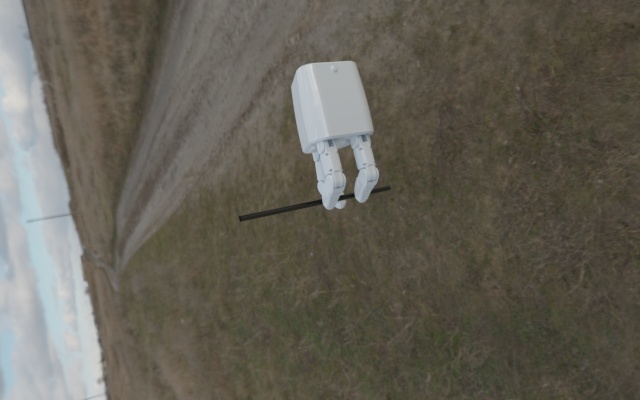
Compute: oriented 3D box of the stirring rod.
[{"bbox_3d":[0.000,0.002,0.678,0.239,0.011,0.011,-12,5,-27],"label":"stirring rod"}]
